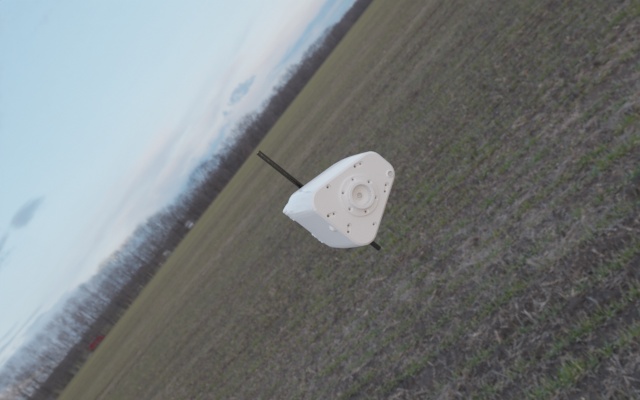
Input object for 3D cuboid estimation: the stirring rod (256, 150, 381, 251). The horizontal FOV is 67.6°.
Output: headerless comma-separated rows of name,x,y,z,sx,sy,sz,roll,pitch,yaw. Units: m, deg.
stirring rod,0.000,0.002,0.729,0.239,0.011,0.011,39,-8,-11
